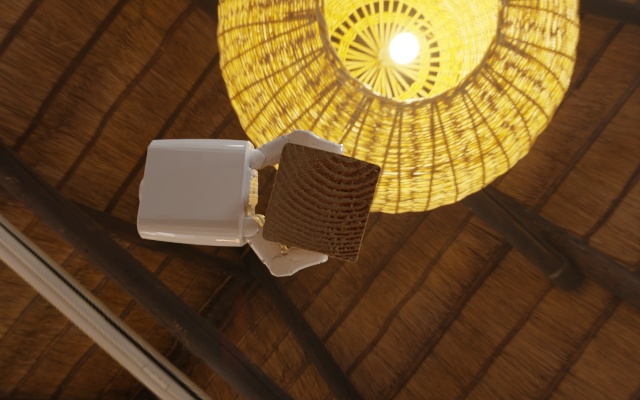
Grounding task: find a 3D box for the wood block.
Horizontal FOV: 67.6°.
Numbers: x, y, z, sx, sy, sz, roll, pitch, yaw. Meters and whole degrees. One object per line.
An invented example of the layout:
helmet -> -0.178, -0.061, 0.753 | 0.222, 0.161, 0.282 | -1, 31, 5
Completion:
wood block -> 0.000, 0.001, 0.519 | 0.090, 0.091, 0.206 | 14, 0, -1
